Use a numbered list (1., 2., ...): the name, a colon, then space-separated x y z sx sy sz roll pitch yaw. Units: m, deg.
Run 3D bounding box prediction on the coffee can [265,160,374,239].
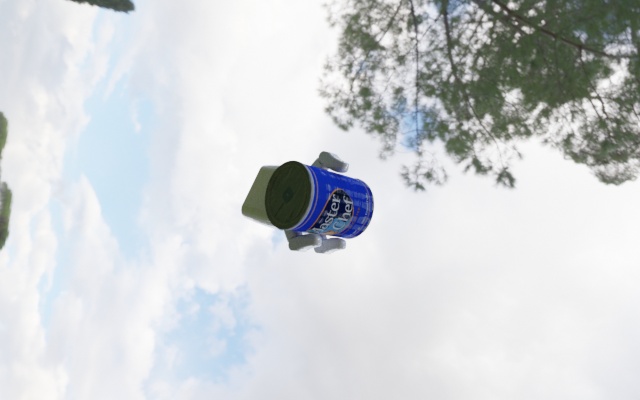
1. coffee can: 0.000 0.002 0.740 0.140 0.103 0.103 12 -9 -44
